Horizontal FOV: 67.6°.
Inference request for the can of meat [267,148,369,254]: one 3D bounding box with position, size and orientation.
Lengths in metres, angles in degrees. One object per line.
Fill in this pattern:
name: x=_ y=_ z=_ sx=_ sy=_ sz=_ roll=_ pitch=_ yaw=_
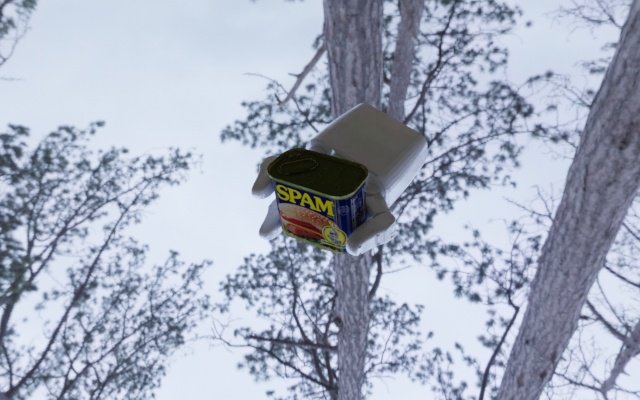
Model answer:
can of meat: x=0.000 y=0.002 z=0.501 sx=0.102 sy=0.084 sz=0.057 roll=18 pitch=45 yaw=27
